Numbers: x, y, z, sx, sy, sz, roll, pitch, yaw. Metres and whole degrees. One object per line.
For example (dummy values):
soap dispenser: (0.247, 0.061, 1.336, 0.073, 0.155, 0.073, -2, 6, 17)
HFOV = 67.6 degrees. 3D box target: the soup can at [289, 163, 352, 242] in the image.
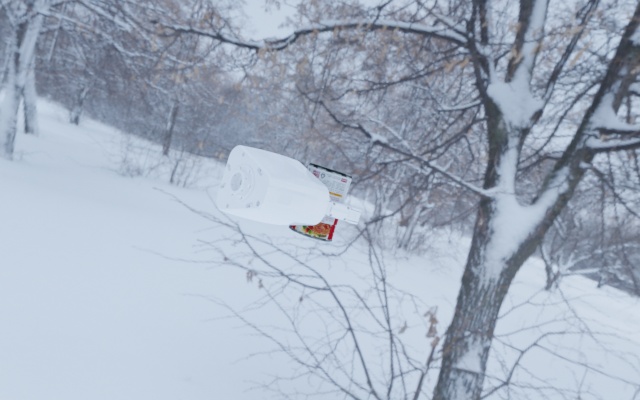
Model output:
soup can: (0.001, 0.002, 0.706, 0.068, 0.102, 0.068, 18, 4, -1)
